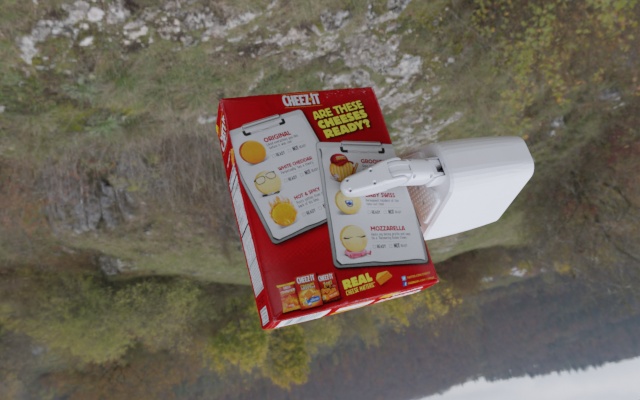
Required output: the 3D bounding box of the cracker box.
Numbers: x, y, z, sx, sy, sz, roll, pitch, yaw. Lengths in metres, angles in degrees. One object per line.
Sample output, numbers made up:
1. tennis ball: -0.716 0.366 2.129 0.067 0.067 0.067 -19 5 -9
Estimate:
1. cracker box: 0.000 0.002 0.469 0.164 0.213 0.072 -9 -19 -21
